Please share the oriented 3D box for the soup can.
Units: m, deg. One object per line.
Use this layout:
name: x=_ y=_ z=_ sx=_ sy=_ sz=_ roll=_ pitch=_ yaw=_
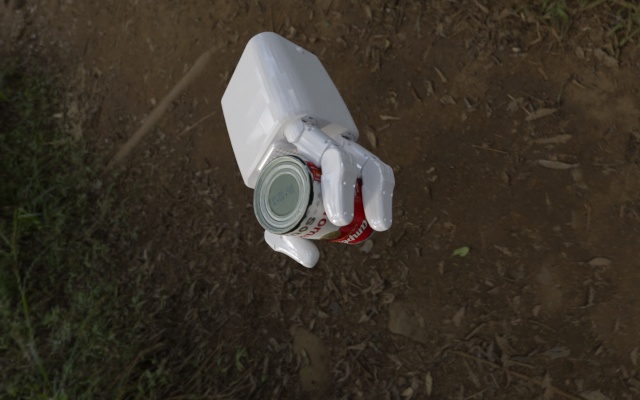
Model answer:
soup can: x=0.000 y=0.002 z=0.423 sx=0.068 sy=0.068 sz=0.102 roll=0 pitch=-8 yaw=40
